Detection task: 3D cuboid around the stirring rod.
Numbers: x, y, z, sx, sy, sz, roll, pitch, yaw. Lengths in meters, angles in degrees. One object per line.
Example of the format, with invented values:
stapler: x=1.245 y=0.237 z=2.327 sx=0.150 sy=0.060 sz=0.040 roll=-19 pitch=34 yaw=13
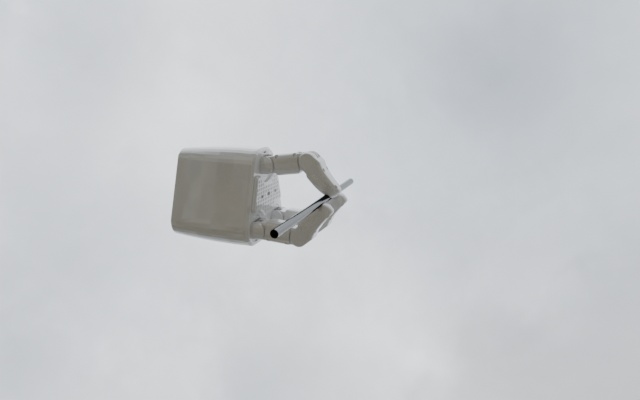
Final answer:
stirring rod: x=0.000 y=0.002 z=0.514 sx=0.011 sy=0.011 sz=0.239 roll=0 pitch=13 yaw=20
